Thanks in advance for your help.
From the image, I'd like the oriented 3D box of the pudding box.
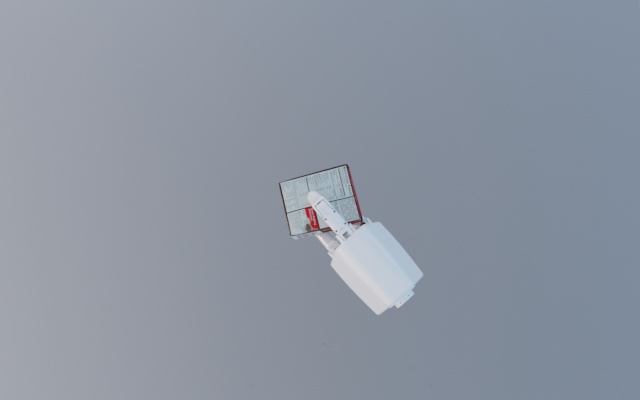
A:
[{"bbox_3d":[0.000,0.002,0.727,0.113,0.090,0.039,-14,-11,5],"label":"pudding box"}]
